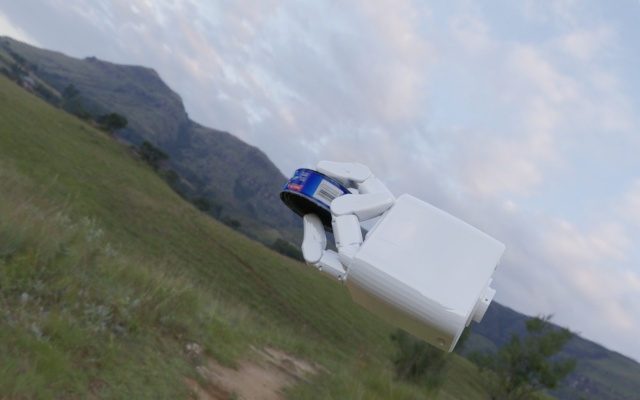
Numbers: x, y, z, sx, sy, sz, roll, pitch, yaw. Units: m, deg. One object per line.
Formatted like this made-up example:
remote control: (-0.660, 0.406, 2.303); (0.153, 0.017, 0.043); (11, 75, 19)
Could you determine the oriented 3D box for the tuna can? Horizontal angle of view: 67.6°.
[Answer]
tuna can: (0.000, 0.001, 0.523); (0.086, 0.033, 0.086); (28, -16, 9)
